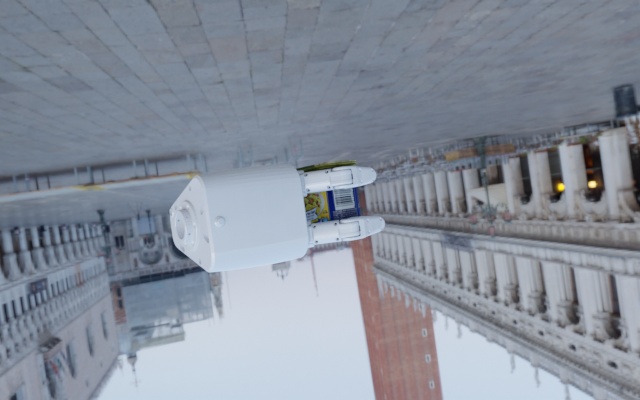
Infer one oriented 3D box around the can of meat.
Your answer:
[{"bbox_3d":[0.000,0.002,0.558,0.057,0.084,0.102,-7,0,-39],"label":"can of meat"}]
